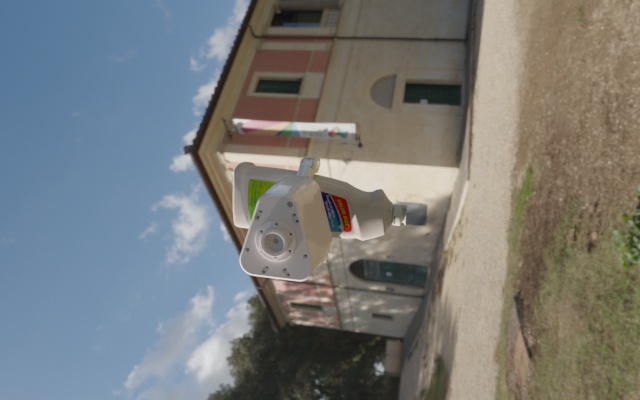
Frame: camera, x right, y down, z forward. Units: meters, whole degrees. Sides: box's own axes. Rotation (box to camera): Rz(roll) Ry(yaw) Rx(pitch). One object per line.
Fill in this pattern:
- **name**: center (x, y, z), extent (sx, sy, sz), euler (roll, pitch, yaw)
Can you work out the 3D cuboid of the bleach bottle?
- **bleach bottle**: center (0.000, 0.002, 0.701), extent (0.251, 0.102, 0.068), euler (5, 13, 11)
